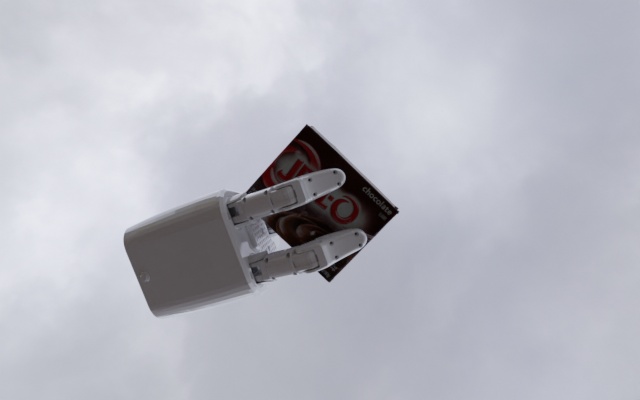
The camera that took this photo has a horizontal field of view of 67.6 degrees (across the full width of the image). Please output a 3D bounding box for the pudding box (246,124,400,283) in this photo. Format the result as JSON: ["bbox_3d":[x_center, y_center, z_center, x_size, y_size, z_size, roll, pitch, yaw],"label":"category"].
[{"bbox_3d":[0.000,0.001,0.430,0.113,0.090,0.039,43,12,0],"label":"pudding box"}]
